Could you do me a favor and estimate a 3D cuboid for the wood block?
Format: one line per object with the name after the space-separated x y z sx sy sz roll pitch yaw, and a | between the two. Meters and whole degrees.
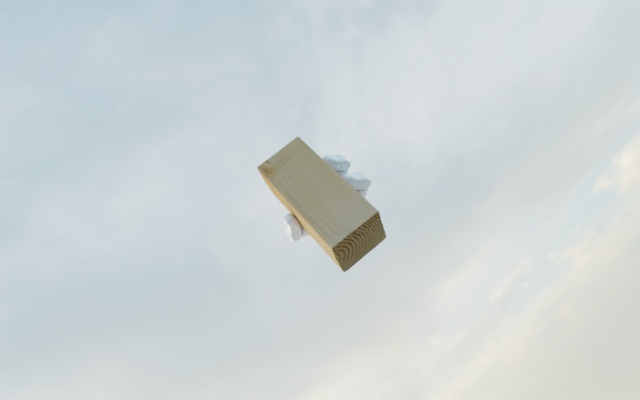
0.000 0.003 0.768 0.206 0.091 0.090 45 -11 33 | wood block
